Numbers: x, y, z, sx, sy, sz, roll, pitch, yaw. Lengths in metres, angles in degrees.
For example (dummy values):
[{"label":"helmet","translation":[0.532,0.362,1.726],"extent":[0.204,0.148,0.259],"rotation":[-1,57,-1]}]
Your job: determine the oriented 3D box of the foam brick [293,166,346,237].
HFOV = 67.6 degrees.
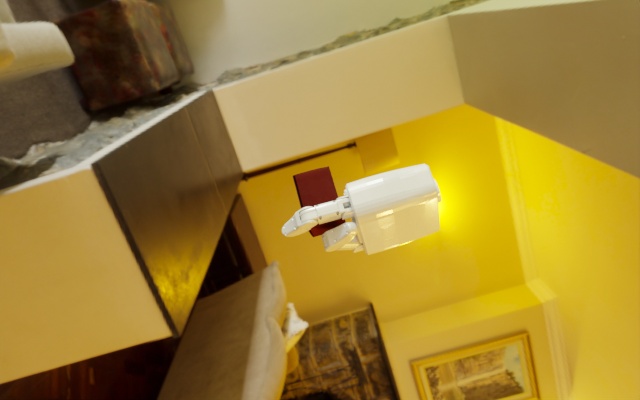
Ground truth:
[{"label":"foam brick","translation":[0.000,0.002,0.648],"extent":[0.051,0.078,0.053],"rotation":[-17,-21,4]}]
